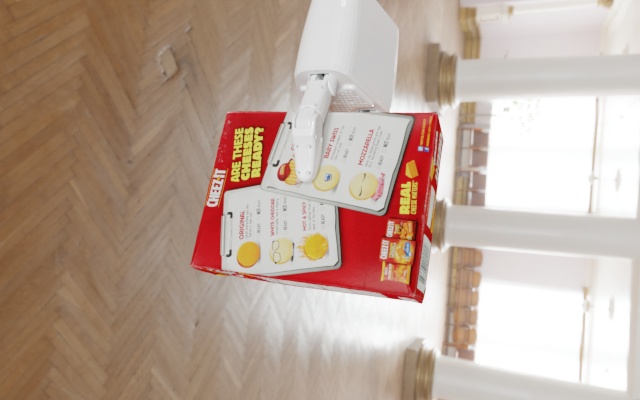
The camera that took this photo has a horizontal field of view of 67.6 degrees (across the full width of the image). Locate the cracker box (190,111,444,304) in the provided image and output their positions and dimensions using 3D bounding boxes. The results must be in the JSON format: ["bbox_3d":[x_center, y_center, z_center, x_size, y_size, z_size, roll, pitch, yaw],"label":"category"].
[{"bbox_3d":[0.000,0.001,0.457,0.213,0.164,0.072,4,-17,22],"label":"cracker box"}]
